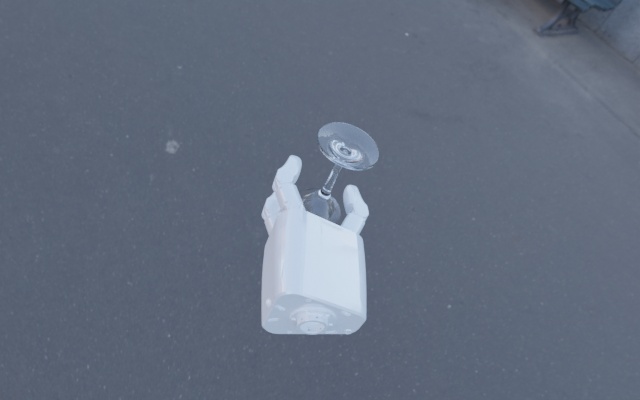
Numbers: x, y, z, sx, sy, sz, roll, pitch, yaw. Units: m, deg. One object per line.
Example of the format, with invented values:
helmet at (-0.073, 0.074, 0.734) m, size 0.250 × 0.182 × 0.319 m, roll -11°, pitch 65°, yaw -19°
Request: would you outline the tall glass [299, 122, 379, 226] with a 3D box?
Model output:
tall glass at (0.000, 0.001, 0.600) m, size 0.079 × 0.079 × 0.201 m, roll 0°, pitch -39°, yaw -24°
